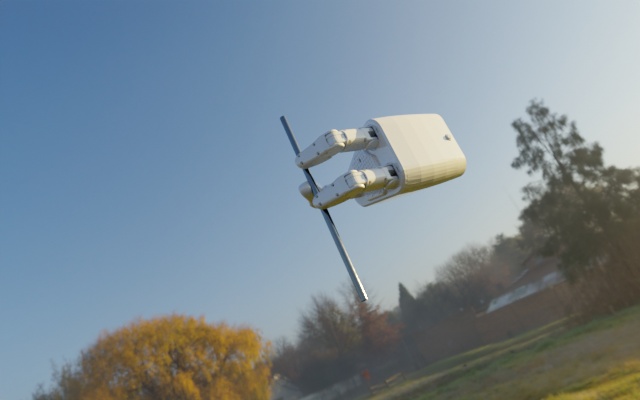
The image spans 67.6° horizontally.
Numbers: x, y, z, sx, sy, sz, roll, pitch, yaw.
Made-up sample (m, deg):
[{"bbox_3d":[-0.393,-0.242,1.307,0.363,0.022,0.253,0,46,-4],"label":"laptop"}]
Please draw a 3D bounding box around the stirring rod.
[{"bbox_3d":[0.000,0.002,0.541,0.011,0.239,0.011,-21,-20,-8],"label":"stirring rod"}]
